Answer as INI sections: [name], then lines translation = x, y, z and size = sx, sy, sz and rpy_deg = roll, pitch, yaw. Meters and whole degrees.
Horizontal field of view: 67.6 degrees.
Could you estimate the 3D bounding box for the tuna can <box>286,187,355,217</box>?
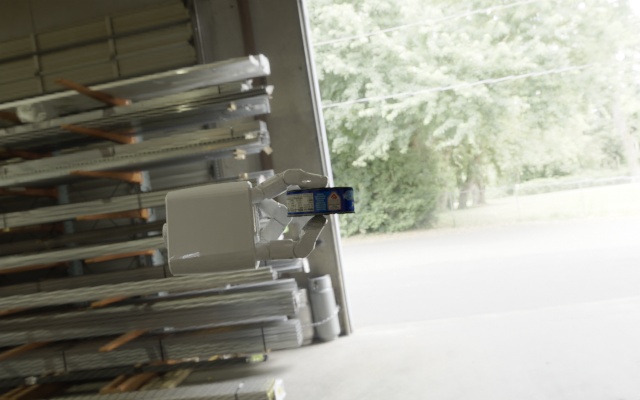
[tuna can]
translation = 0.000, 0.001, 0.599
size = 0.086, 0.034, 0.086
rpy_deg = -3, -1, 0
